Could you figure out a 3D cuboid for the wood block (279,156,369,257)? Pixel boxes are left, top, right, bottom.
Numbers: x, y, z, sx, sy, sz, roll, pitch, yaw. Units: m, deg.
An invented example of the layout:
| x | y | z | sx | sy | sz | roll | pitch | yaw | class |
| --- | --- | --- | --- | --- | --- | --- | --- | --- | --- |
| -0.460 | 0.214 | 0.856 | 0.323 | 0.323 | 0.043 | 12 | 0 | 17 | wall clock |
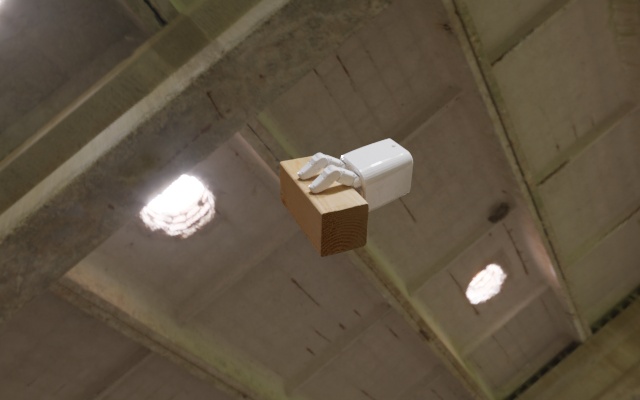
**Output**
| x | y | z | sx | sy | sz | roll | pitch | yaw | class |
| --- | --- | --- | --- | --- | --- | --- | --- | --- | --- |
| 0.000 | 0.003 | 0.885 | 0.090 | 0.091 | 0.206 | -12 | 33 | -20 | wood block |
